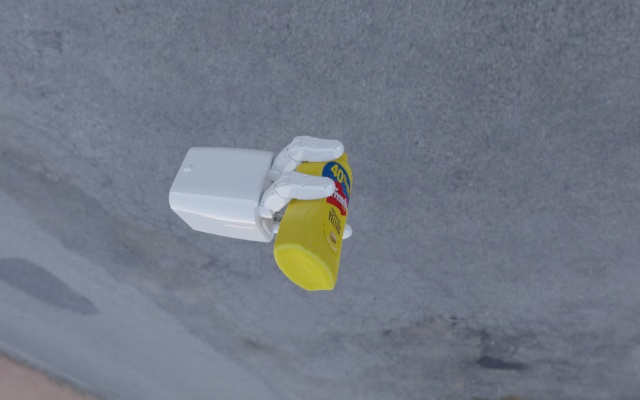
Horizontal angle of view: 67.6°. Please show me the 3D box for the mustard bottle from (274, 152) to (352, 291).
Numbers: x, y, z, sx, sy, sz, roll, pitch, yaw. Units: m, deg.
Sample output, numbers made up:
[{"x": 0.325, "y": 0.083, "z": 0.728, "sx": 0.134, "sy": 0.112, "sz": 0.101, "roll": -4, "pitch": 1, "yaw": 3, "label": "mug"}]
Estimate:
[{"x": 0.000, "y": 0.002, "z": 0.563, "sx": 0.058, "sy": 0.191, "sz": 0.096, "roll": -8, "pitch": -42, "yaw": 26, "label": "mustard bottle"}]
